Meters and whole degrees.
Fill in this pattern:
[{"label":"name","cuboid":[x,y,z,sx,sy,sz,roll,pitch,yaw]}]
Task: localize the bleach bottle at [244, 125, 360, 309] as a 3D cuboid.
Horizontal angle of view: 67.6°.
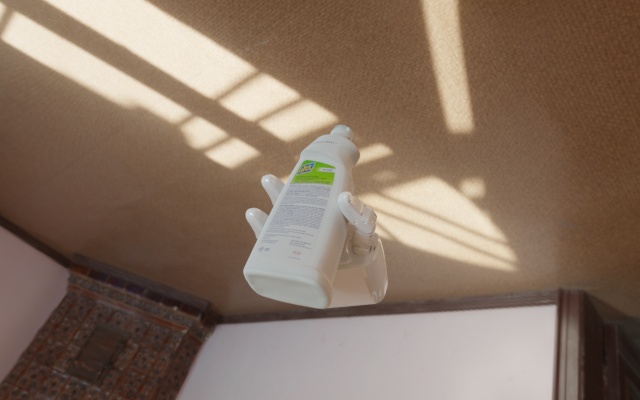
[{"label":"bleach bottle","cuboid":[0.000,0.002,0.584,0.102,0.250,0.068,7,-38,22]}]
